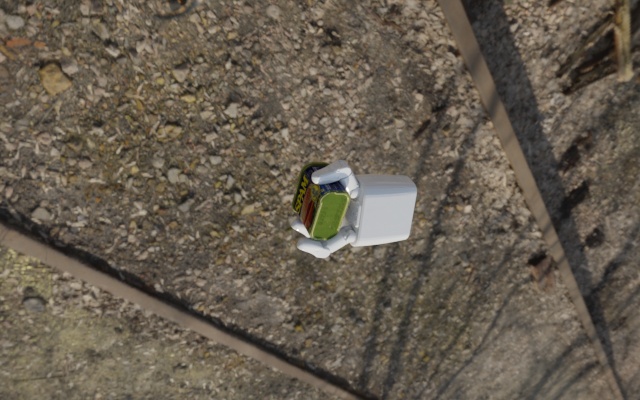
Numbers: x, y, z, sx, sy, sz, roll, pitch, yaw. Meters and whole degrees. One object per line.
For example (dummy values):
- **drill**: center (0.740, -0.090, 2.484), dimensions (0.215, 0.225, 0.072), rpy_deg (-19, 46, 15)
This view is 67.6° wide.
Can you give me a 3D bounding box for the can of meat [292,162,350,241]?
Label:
- **can of meat**: center (0.000, 0.003, 0.771), dimensions (0.057, 0.102, 0.084), rpy_deg (-1, 36, -26)
